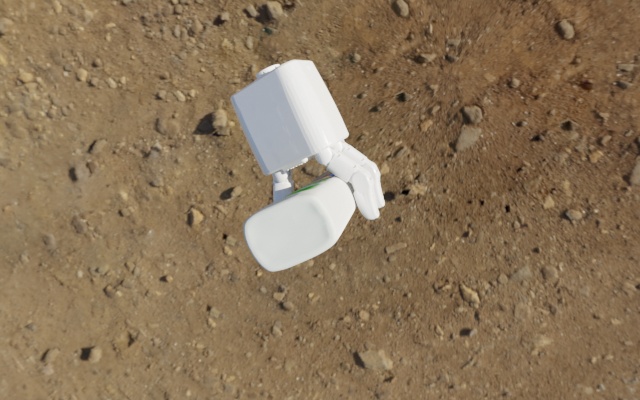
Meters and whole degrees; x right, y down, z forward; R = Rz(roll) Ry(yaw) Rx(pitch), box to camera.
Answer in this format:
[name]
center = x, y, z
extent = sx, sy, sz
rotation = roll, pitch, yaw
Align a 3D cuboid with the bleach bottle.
[bleach bottle]
center = 0.000, 0.002, 0.597
extent = 0.102, 0.068, 0.250
rotation = -24, 7, 20
